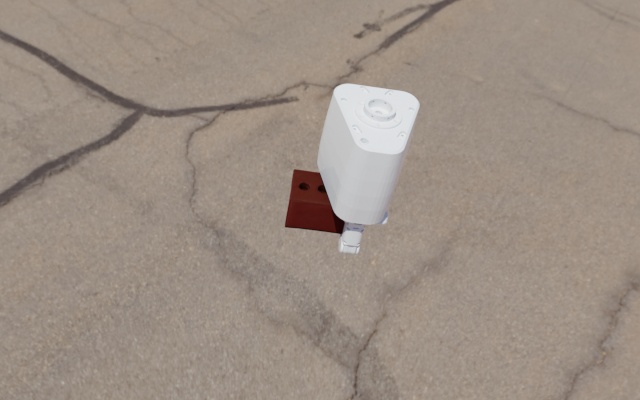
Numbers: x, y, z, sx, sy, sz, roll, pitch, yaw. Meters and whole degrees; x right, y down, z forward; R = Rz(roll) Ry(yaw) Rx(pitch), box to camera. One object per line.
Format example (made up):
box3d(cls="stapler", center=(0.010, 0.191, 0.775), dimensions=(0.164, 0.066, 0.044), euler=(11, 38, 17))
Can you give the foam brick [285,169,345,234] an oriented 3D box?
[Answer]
box3d(cls="foam brick", center=(0.000, 0.002, 0.570), dimensions=(0.078, 0.053, 0.051), euler=(7, -41, -4))
